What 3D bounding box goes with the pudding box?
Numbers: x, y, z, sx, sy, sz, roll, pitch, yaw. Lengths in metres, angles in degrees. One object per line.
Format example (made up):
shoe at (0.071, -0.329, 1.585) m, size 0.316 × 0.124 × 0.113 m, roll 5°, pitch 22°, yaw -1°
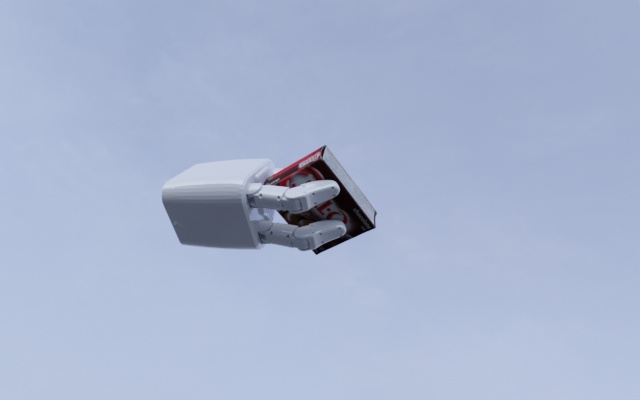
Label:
pudding box at (0.000, 0.002, 0.567) m, size 0.090 × 0.113 × 0.039 m, roll -27°, pitch 28°, yaw 28°
